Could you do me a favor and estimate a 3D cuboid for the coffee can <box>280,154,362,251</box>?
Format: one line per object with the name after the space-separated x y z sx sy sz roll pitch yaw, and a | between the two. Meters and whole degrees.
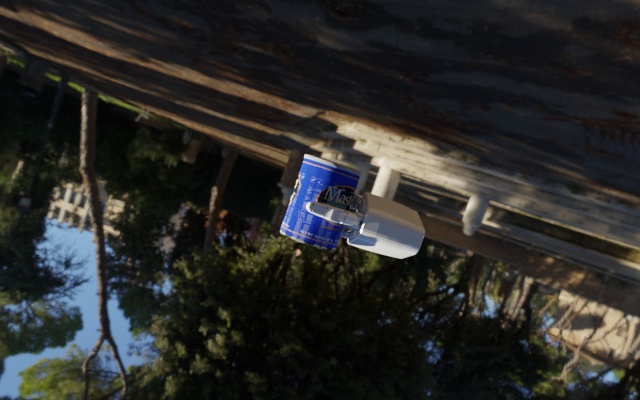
0.000 0.002 0.819 0.103 0.140 0.103 18 3 -1 | coffee can
